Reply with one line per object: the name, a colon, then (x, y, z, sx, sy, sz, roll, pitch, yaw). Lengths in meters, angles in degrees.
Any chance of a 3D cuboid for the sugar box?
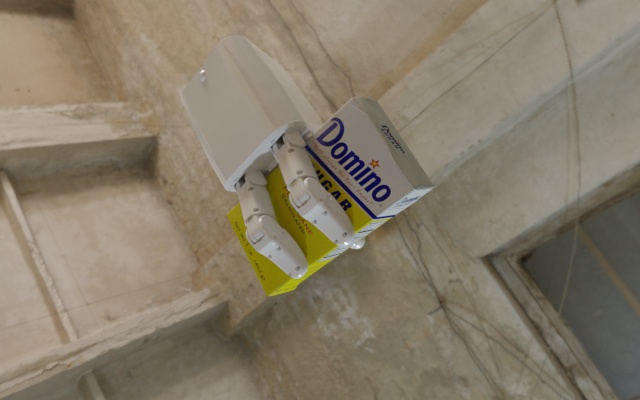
sugar box: (0.000, 0.001, 0.418, 0.176, 0.093, 0.048, -41, -19, 31)
